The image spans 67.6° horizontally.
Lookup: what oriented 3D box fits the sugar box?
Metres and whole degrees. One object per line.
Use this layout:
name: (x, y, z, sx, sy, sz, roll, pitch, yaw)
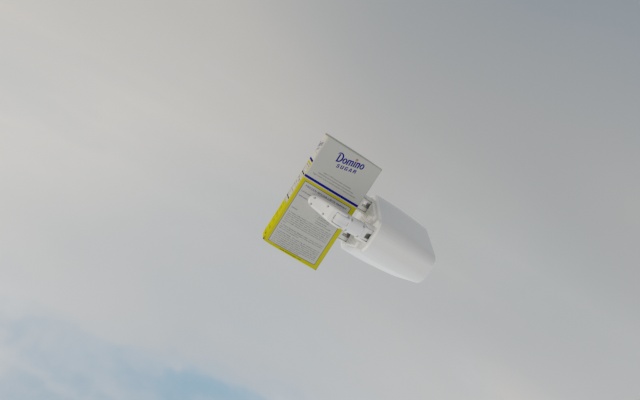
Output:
sugar box: (0.000, 0.002, 0.688, 0.093, 0.176, 0.048, 31, 7, -14)
